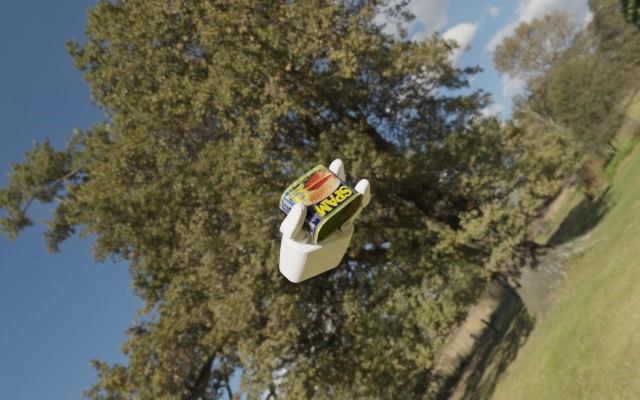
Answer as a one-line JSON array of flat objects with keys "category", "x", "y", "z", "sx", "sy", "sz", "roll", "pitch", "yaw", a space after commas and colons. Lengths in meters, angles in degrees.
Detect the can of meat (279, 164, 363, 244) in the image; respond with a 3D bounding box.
[{"category": "can of meat", "x": 0.000, "y": 0.002, "z": 0.734, "sx": 0.084, "sy": 0.057, "sz": 0.102, "roll": 40, "pitch": 58, "yaw": 21}]
